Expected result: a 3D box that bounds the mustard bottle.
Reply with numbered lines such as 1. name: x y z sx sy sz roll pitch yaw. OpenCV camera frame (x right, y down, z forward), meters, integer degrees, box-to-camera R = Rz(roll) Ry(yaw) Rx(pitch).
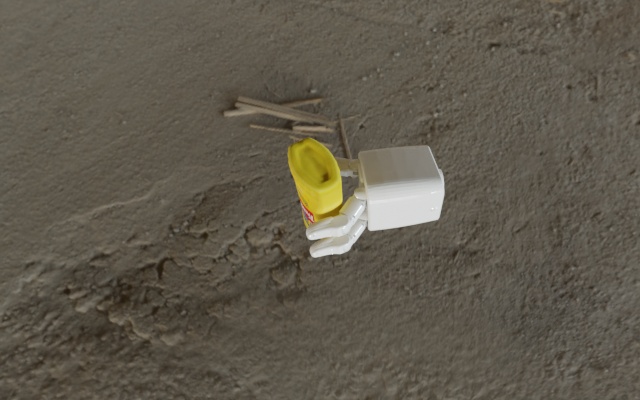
1. mustard bottle: 0.000 0.002 0.694 0.058 0.096 0.192 -28 -31 -11
